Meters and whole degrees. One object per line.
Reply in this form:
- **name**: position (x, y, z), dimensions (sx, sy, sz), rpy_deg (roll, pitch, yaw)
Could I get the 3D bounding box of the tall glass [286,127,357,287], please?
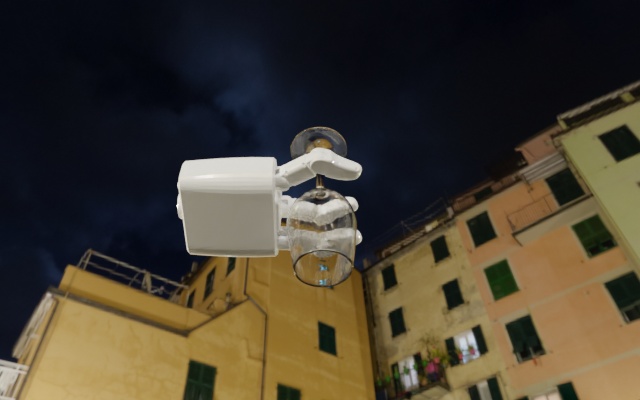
- **tall glass**: position (0.000, 0.001, 0.558), dimensions (0.079, 0.079, 0.200), rpy_deg (0, 43, -3)
